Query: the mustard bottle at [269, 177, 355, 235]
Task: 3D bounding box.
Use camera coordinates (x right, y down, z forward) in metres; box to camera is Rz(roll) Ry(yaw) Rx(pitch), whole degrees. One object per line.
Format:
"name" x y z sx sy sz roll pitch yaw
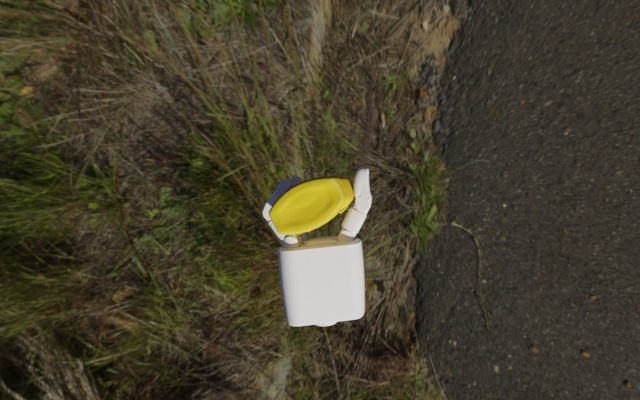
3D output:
"mustard bottle" 0.000 0.002 0.653 0.096 0.058 0.191 -29 -3 11
